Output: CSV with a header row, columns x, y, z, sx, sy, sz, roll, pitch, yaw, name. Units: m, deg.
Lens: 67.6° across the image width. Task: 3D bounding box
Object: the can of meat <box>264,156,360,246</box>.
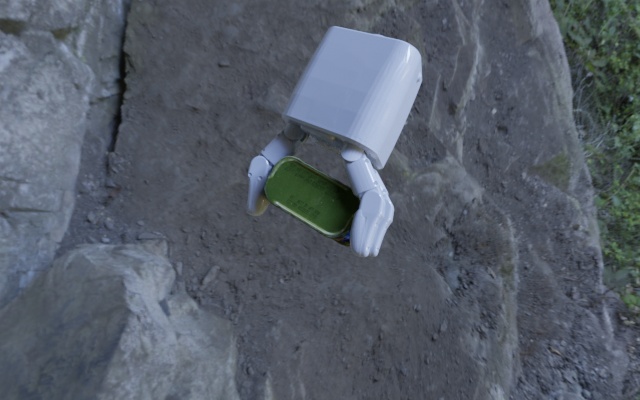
x,y,z,sx,sy,sz,roll,pitch,yaw,name
0.000,0.002,0.489,0.102,0.057,0.084,30,-1,15,can of meat
